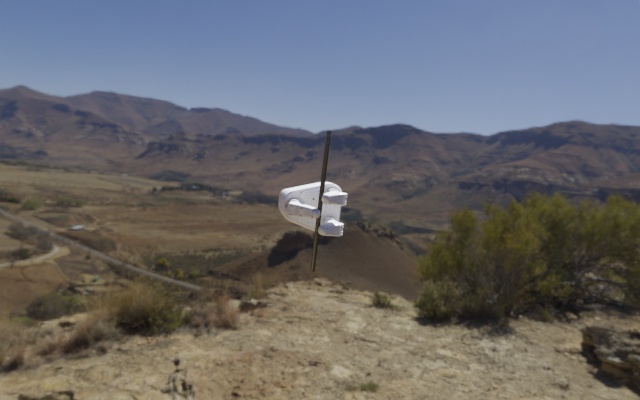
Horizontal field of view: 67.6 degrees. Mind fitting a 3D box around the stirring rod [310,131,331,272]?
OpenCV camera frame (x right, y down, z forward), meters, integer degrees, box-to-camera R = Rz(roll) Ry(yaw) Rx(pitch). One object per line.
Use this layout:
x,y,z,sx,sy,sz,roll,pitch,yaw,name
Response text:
0.000,0.003,0.811,0.011,0.239,0.011,7,5,-1,stirring rod
